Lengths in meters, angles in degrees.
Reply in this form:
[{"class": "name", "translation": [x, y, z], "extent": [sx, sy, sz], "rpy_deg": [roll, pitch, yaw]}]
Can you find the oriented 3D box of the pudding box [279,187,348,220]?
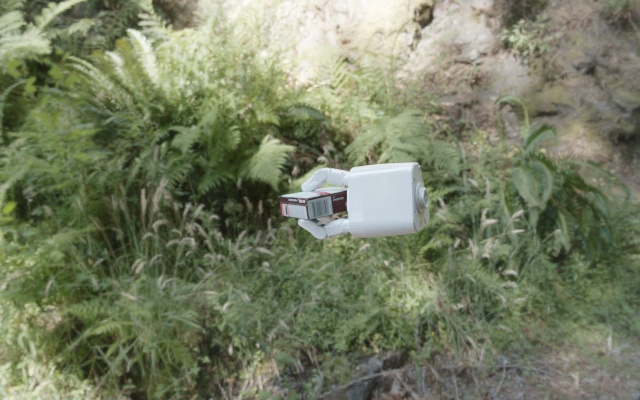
[{"class": "pudding box", "translation": [0.000, 0.002, 0.812], "extent": [0.113, 0.039, 0.090], "rpy_deg": [-10, 8, -34]}]
